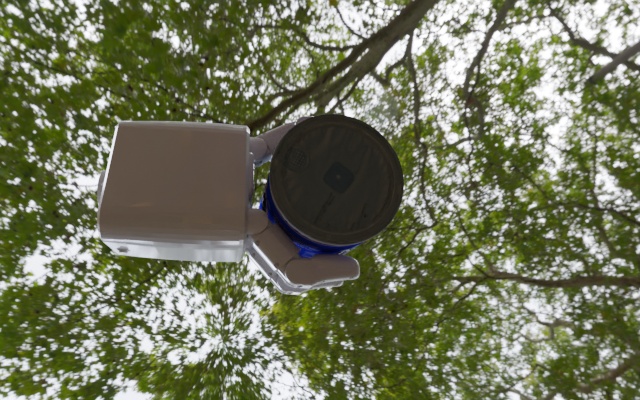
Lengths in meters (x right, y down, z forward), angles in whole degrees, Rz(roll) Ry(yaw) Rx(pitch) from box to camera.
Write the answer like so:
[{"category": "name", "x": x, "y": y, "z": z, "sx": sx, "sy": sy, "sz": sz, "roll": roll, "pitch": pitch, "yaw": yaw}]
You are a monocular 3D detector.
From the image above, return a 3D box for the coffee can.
[{"category": "coffee can", "x": 0.000, "y": 0.001, "z": 0.418, "sx": 0.103, "sy": 0.102, "sz": 0.140, "roll": 0, "pitch": -16, "yaw": -12}]
